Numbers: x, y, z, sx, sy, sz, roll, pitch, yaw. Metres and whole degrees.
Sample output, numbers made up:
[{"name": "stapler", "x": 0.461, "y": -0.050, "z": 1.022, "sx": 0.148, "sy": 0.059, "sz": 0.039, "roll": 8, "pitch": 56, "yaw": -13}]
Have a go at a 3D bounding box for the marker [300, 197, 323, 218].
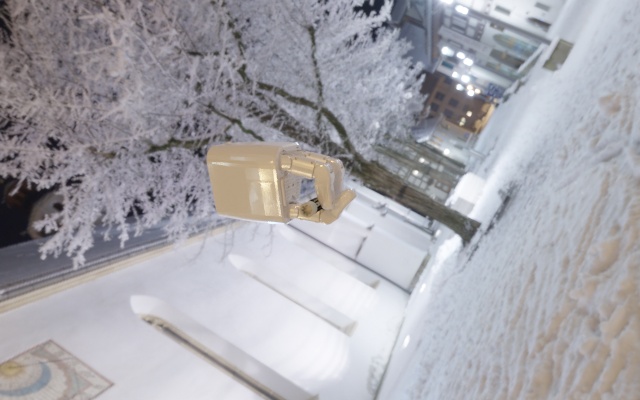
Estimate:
[{"name": "marker", "x": 0.000, "y": 0.002, "z": 0.646, "sx": 0.020, "sy": 0.020, "sz": 0.121, "roll": 0, "pitch": 10, "yaw": 17}]
